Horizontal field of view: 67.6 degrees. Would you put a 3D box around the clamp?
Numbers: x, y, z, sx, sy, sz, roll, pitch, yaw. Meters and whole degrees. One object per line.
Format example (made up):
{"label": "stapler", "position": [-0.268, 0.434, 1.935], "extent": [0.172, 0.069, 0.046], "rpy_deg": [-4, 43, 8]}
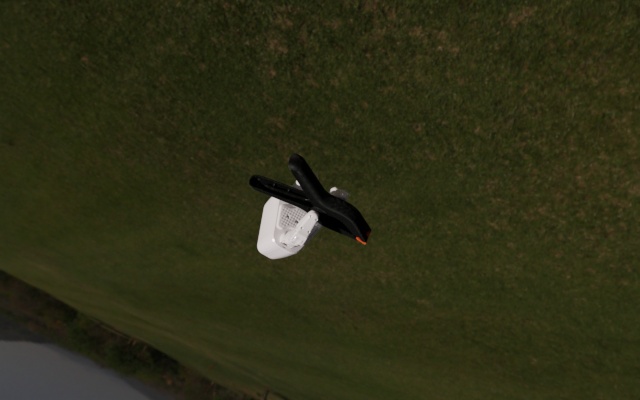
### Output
{"label": "clamp", "position": [0.000, 0.003, 0.739], "extent": [0.210, 0.036, 0.164], "rpy_deg": [32, -22, -14]}
